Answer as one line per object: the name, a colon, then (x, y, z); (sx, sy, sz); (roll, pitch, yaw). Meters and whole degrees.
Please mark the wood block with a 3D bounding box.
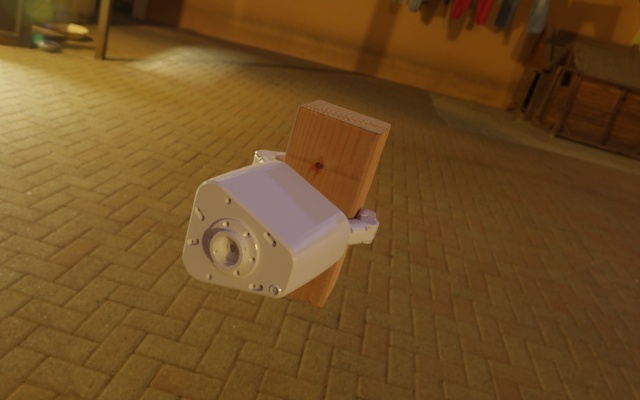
wood block: (0.000, 0.002, 0.544); (0.091, 0.206, 0.090); (21, 20, 9)
